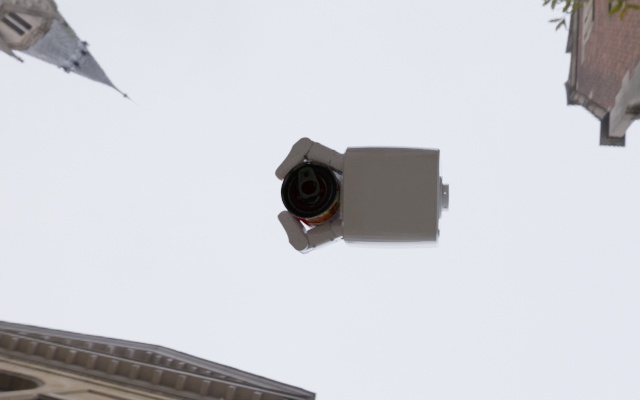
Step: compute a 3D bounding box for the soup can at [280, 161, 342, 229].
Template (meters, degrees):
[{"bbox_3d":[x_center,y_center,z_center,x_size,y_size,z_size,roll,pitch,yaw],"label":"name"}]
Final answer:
[{"bbox_3d":[0.000,0.002,0.582,0.068,0.068,0.102,0,-17,16],"label":"soup can"}]
